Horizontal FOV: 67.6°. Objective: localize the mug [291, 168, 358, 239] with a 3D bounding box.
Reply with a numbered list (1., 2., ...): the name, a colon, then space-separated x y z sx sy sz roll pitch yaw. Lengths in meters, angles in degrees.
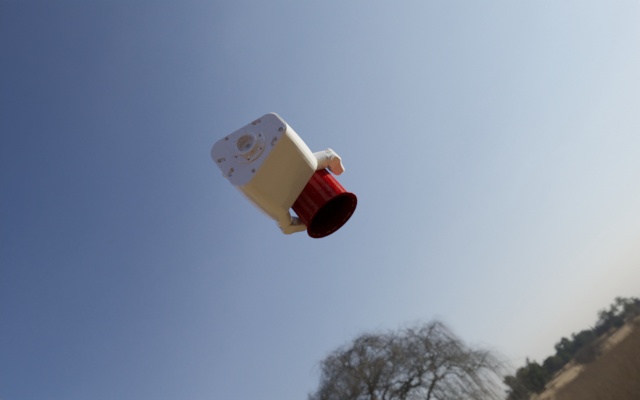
1. mug: 0.001 0.003 0.746 0.081 0.093 0.117 49 0 31
